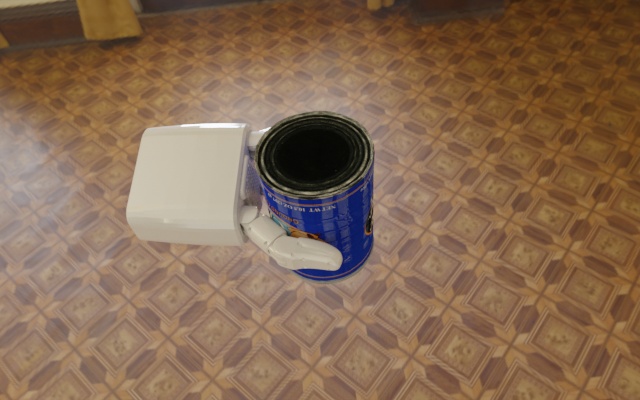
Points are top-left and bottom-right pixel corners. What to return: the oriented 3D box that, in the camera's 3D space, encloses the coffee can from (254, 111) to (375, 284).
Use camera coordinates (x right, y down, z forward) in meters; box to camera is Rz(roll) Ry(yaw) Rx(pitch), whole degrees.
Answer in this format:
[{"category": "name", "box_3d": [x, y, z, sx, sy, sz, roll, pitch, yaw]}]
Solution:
[{"category": "coffee can", "box_3d": [0.000, 0.002, 0.456, 0.103, 0.102, 0.140, 0, -39, 6]}]
